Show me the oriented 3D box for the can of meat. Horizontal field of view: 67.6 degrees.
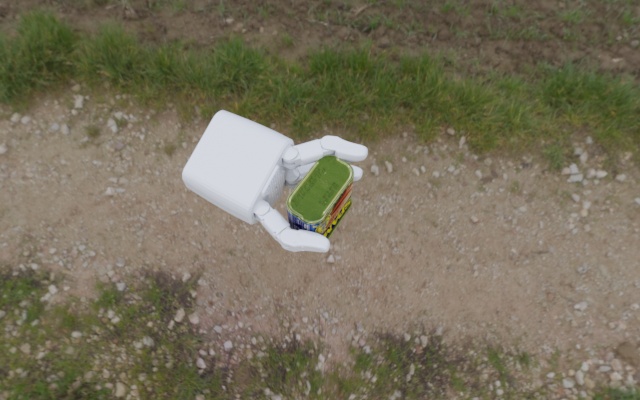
[{"bbox_3d":[0.000,0.002,0.611,0.057,0.102,0.084,30,-23,14],"label":"can of meat"}]
